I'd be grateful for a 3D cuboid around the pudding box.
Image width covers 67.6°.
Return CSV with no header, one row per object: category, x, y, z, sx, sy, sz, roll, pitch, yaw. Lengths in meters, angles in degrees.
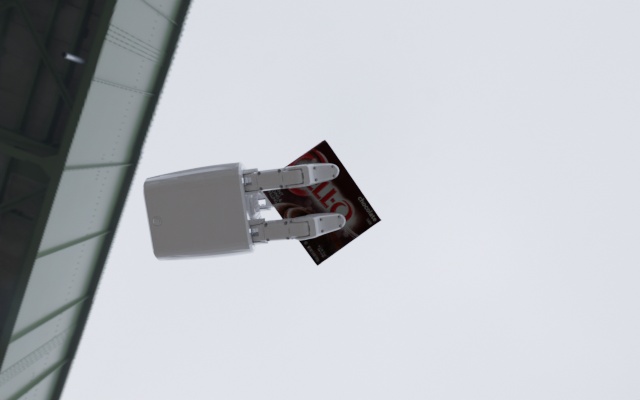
pudding box,0.000,0.002,0.542,0.090,0.113,0.039,-35,7,1
